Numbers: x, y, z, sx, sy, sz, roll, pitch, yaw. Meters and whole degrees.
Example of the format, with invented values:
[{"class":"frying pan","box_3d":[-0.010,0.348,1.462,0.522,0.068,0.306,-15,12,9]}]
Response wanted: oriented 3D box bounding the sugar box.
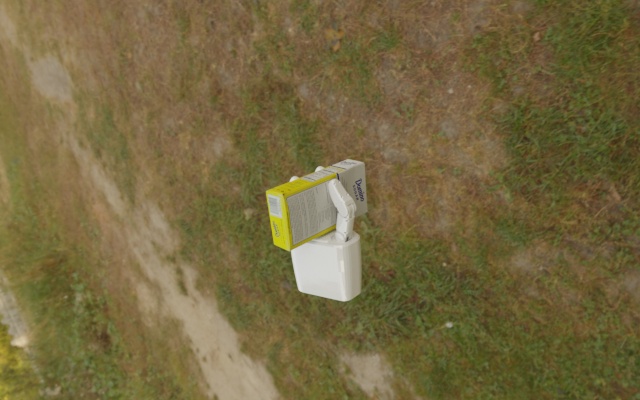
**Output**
[{"class":"sugar box","box_3d":[0.000,0.003,0.760,0.048,0.093,0.176,16,30,43]}]
